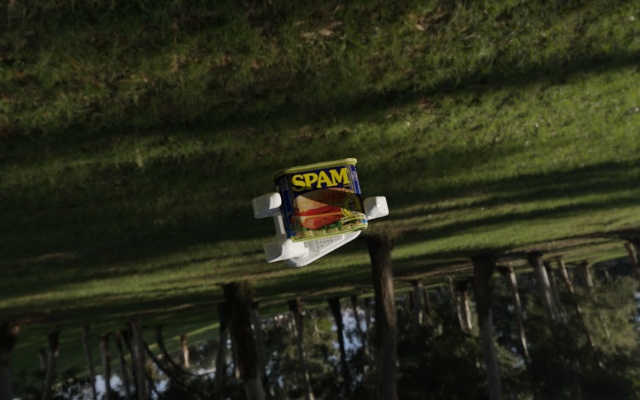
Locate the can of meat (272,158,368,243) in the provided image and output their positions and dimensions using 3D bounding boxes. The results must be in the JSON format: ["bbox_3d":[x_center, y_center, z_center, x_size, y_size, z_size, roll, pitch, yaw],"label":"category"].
[{"bbox_3d":[0.000,0.002,0.571,0.102,0.084,0.057,-10,-8,-14],"label":"can of meat"}]
